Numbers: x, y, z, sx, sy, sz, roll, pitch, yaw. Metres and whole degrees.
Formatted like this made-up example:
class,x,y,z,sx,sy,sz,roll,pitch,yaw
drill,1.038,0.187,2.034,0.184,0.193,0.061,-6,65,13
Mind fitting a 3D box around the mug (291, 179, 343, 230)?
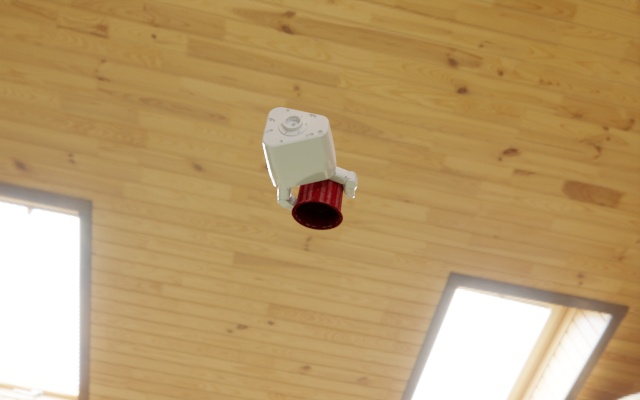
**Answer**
class,x,y,z,sx,sy,sz,roll,pitch,yaw
mug,0.000,0.004,0.886,0.093,0.081,0.117,3,-36,8
